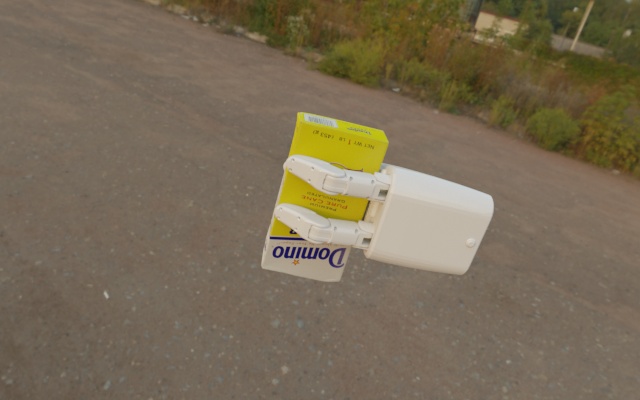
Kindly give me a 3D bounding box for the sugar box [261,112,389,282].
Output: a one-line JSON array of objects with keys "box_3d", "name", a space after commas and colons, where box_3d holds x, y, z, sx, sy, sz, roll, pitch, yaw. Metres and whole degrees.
[{"box_3d": [0.000, 0.002, 0.511, 0.093, 0.176, 0.048, 12, 23, -8], "name": "sugar box"}]
